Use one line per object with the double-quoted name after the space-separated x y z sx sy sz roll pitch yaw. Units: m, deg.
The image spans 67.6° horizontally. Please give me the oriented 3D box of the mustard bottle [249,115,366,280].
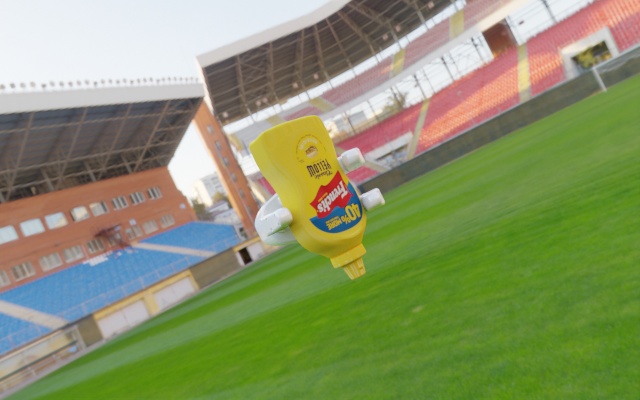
0.000 0.001 0.548 0.096 0.191 0.058 -25 -2 -41 "mustard bottle"
